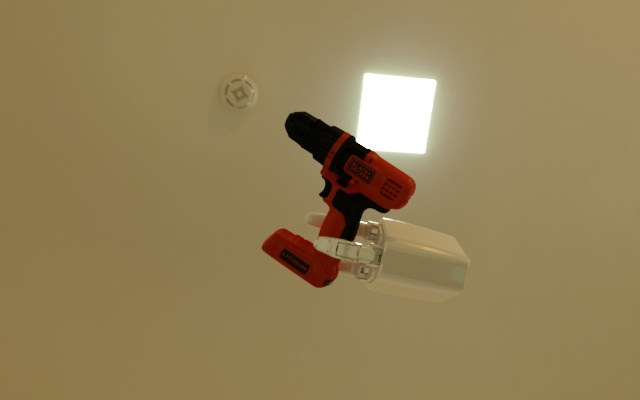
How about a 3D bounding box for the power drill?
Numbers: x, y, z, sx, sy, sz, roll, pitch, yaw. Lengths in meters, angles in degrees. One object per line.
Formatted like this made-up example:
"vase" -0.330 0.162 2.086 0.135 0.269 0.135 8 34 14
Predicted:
"power drill" 0.000 0.003 0.611 0.184 0.188 0.057 34 19 11
